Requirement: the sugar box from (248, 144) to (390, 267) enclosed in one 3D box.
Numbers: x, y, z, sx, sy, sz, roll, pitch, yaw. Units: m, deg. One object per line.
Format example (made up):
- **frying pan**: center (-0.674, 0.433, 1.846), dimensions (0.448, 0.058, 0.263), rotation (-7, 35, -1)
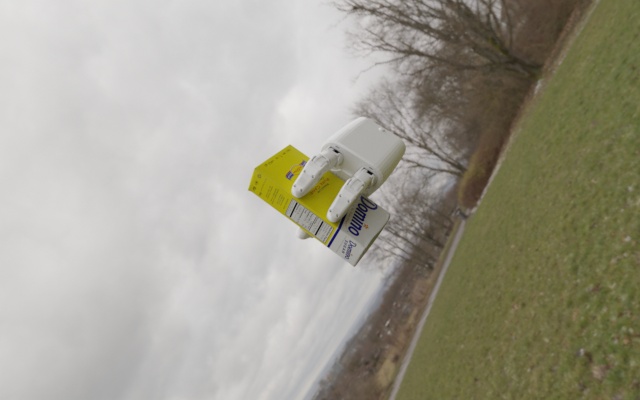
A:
- **sugar box**: center (0.000, 0.002, 0.637), dimensions (0.176, 0.048, 0.093), rotation (33, 39, 10)
